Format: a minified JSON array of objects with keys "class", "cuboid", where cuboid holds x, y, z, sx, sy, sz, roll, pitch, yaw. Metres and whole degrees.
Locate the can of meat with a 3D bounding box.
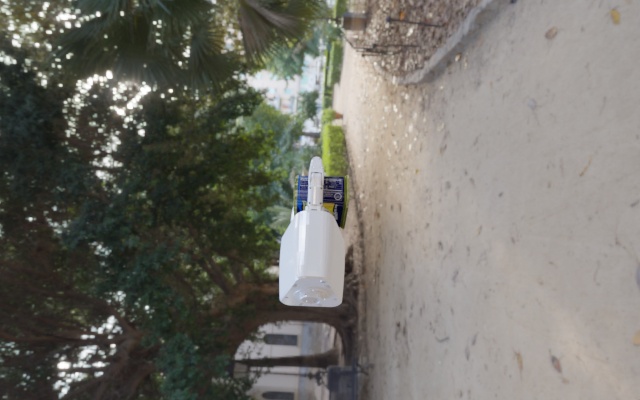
[{"class":"can of meat","cuboid":[0.000,0.002,0.762,0.084,0.057,0.102,2,-31,-1]}]
